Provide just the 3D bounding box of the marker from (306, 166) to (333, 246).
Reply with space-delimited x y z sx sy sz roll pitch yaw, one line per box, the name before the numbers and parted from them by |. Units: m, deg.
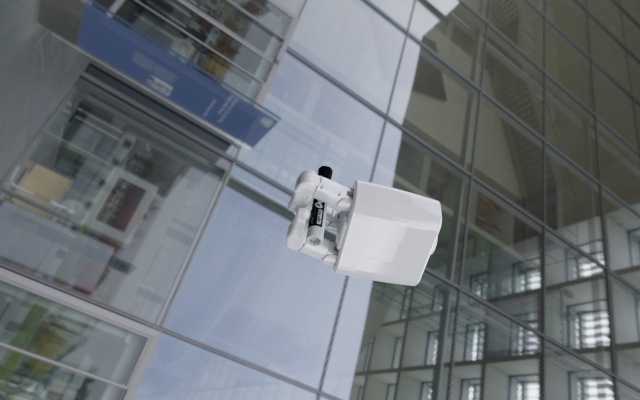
marker | 0.000 0.002 0.562 0.020 0.121 0.020 5 -44 5
